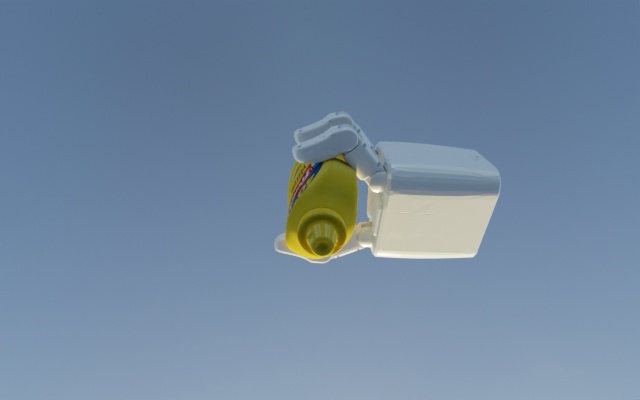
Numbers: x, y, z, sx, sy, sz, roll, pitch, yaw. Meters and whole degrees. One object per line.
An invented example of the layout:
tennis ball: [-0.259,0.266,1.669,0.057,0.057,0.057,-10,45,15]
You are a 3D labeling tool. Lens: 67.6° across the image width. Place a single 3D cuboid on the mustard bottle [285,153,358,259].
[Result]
mustard bottle: [0.000,0.001,0.459,0.058,0.096,0.191,26,19,-12]
